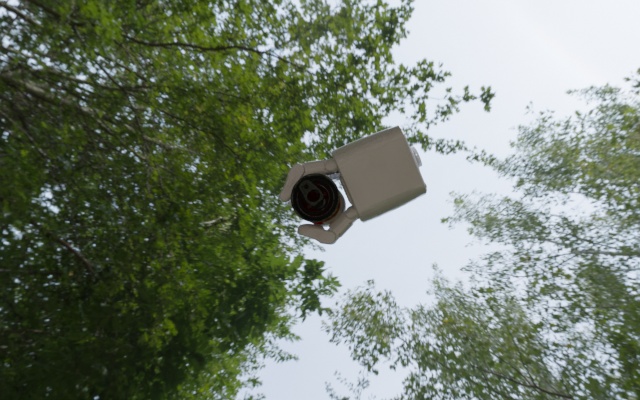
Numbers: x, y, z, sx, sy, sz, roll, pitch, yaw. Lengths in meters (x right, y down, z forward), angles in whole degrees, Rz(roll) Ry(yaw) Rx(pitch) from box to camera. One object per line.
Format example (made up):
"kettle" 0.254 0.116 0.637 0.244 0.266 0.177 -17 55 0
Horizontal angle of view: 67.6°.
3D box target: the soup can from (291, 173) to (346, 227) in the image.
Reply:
"soup can" 0.000 0.003 0.700 0.068 0.068 0.102 0 -7 9
